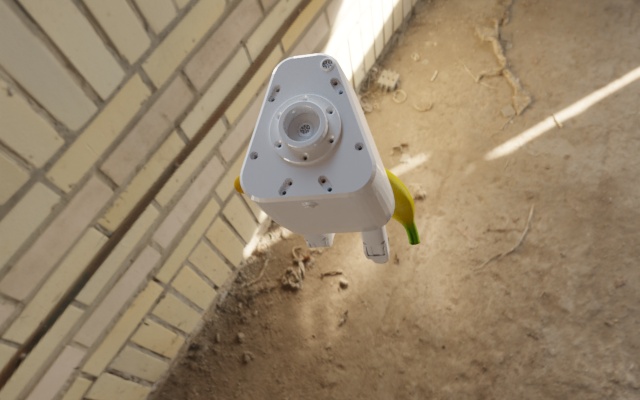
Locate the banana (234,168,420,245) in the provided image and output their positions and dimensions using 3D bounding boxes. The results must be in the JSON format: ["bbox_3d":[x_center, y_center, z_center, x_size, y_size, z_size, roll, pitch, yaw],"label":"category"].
[{"bbox_3d":[0.008,-0.015,0.467,0.198,0.069,0.037,17,6,13],"label":"banana"}]
